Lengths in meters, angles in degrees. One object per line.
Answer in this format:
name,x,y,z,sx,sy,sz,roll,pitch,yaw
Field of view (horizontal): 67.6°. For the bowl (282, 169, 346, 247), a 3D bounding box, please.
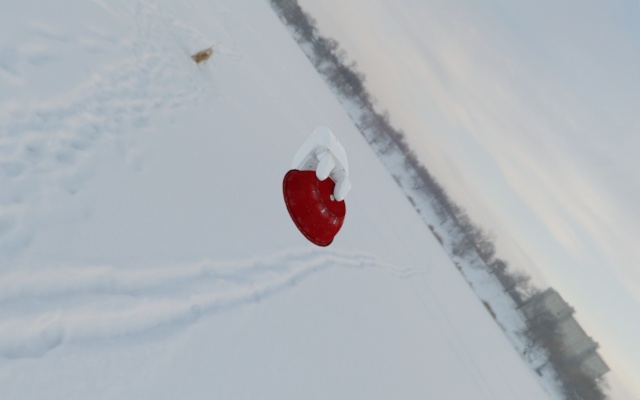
bowl,0.000,0.004,0.896,0.055,0.162,0.162,-27,-13,27
